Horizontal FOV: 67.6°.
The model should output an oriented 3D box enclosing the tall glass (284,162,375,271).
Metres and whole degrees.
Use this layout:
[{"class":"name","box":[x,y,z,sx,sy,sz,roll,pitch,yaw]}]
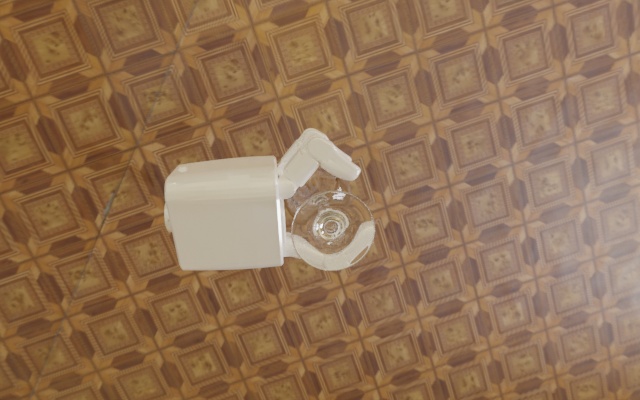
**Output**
[{"class":"tall glass","box":[0.000,0.002,0.511,0.079,0.079,0.201,0,15,-6]}]
